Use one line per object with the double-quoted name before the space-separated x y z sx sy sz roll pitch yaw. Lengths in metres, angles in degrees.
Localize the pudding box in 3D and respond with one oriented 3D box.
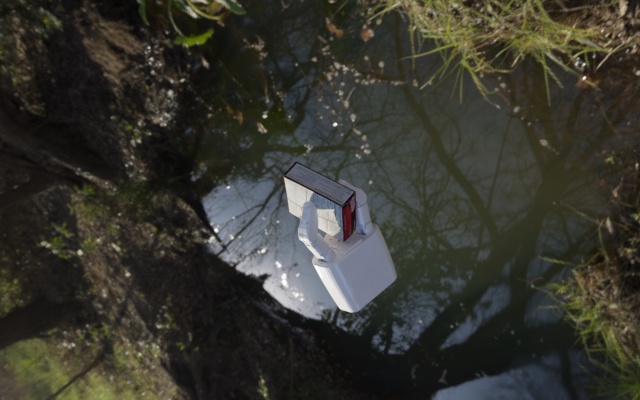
"pudding box" 0.000 0.003 0.723 0.113 0.090 0.039 27 56 23
